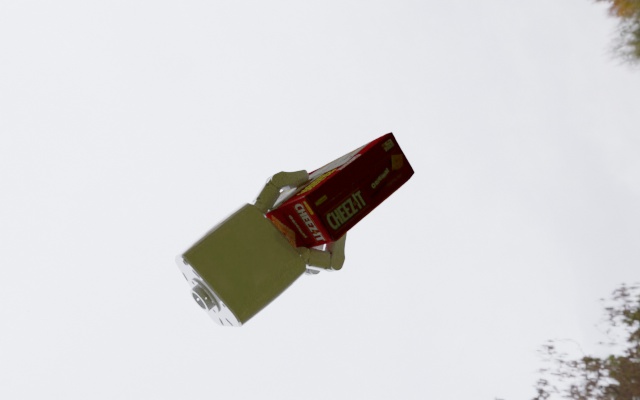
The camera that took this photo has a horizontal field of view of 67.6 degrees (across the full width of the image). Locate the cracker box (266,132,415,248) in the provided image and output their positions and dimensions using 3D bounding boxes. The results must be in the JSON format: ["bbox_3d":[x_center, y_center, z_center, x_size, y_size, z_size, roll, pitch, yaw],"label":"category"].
[{"bbox_3d":[0.000,0.002,0.652,0.164,0.072,0.214,-38,9,-32],"label":"cracker box"}]
